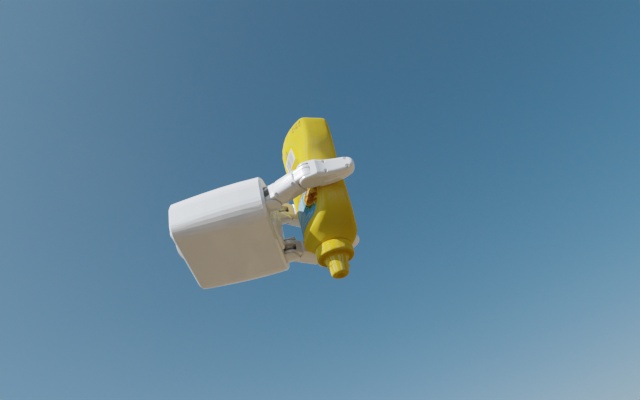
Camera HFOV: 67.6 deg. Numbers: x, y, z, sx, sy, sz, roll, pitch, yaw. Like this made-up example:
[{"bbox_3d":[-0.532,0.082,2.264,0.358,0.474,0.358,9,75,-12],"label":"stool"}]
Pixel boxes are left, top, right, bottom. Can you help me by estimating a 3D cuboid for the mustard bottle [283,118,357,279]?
[{"bbox_3d":[0.000,0.002,0.548,0.058,0.191,0.096,0,-38,-19],"label":"mustard bottle"}]
